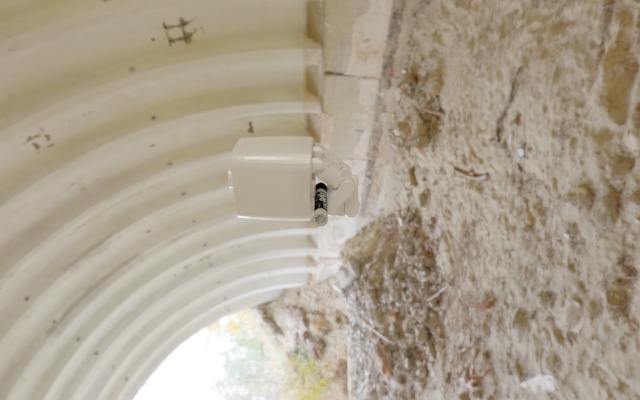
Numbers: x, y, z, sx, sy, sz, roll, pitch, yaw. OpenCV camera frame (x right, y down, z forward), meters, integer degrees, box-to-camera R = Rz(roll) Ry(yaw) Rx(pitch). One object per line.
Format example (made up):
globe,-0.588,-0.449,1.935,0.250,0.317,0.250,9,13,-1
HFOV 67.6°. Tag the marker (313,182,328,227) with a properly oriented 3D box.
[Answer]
marker,0.000,0.002,0.637,0.020,0.020,0.121,0,21,0
